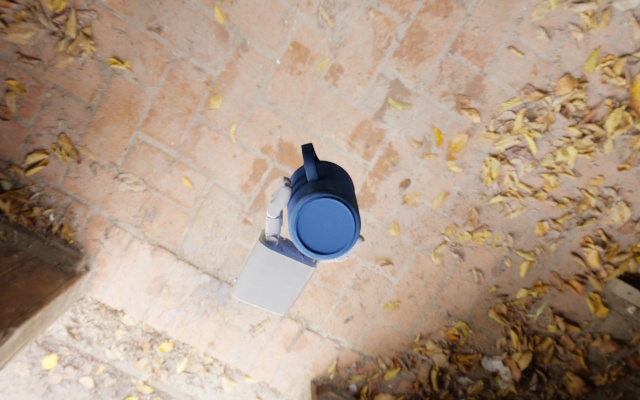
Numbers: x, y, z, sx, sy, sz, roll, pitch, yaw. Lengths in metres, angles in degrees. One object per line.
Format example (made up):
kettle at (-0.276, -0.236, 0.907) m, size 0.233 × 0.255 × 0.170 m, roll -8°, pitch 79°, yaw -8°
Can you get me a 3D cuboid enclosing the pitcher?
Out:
pitcher at (0.000, 0.003, 0.807) m, size 0.149 × 0.145 × 0.242 m, roll 31°, pitch 10°, yaw -8°
